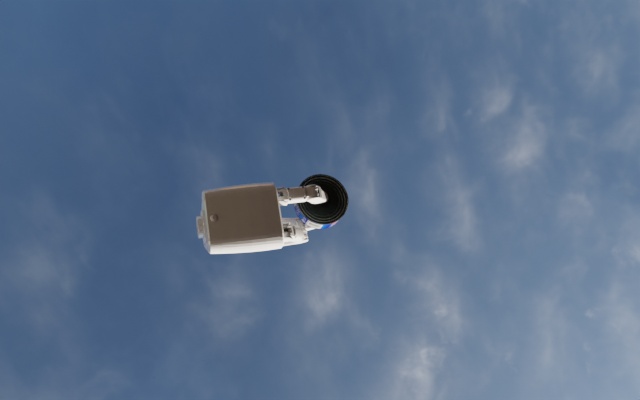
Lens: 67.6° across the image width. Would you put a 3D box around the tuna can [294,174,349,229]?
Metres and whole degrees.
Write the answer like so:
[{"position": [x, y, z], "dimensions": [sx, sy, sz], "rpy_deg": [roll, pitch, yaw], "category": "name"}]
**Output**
[{"position": [0.000, 0.003, 0.779], "dimensions": [0.086, 0.086, 0.034], "rpy_deg": [0, -19, -13], "category": "tuna can"}]
